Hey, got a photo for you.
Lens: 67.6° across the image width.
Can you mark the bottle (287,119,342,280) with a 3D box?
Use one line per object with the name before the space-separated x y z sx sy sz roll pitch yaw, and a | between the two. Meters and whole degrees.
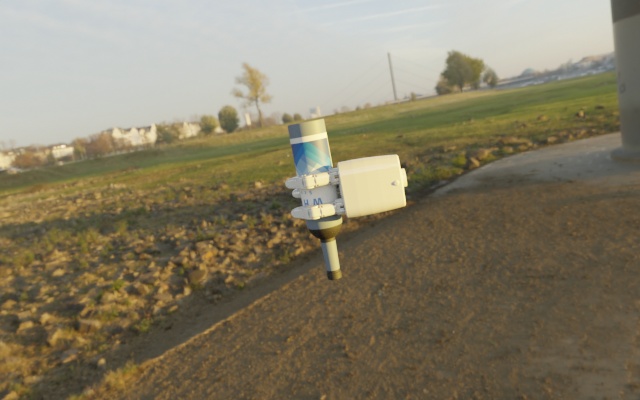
bottle | 0.000 0.003 0.876 0.069 0.296 0.069 -10 9 2
